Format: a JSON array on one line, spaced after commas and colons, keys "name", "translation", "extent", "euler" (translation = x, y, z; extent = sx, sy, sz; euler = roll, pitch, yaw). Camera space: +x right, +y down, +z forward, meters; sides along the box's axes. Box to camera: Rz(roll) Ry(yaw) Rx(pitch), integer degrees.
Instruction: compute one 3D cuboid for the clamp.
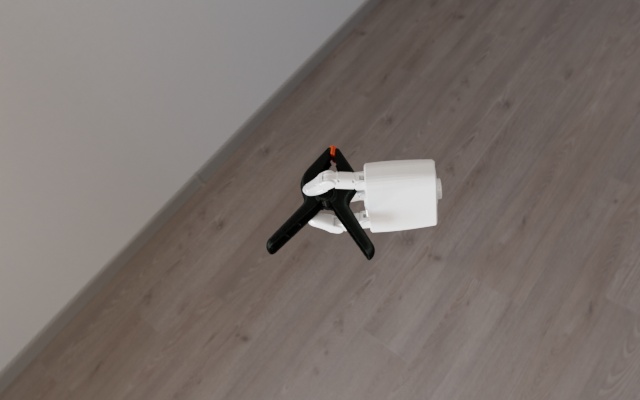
[{"name": "clamp", "translation": [0.000, 0.002, 0.763], "extent": [0.164, 0.209, 0.036], "euler": [-3, -33, 6]}]
